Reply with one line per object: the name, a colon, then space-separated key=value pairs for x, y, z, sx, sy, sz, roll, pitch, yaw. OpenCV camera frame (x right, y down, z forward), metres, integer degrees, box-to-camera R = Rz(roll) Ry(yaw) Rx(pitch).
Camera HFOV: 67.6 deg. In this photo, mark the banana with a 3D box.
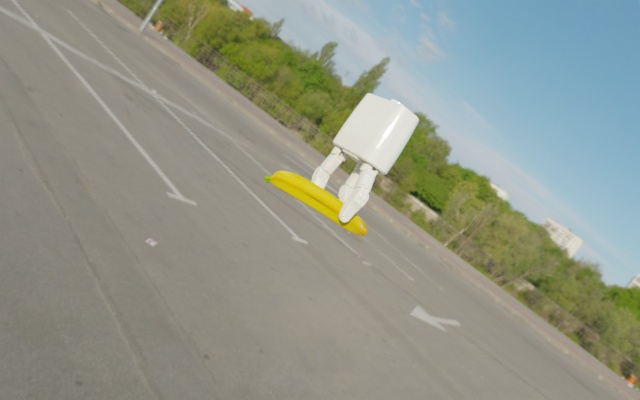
banana: x=-0.002 y=0.000 z=0.785 sx=0.198 sy=0.037 sz=0.069 roll=31 pitch=-4 yaw=-1
